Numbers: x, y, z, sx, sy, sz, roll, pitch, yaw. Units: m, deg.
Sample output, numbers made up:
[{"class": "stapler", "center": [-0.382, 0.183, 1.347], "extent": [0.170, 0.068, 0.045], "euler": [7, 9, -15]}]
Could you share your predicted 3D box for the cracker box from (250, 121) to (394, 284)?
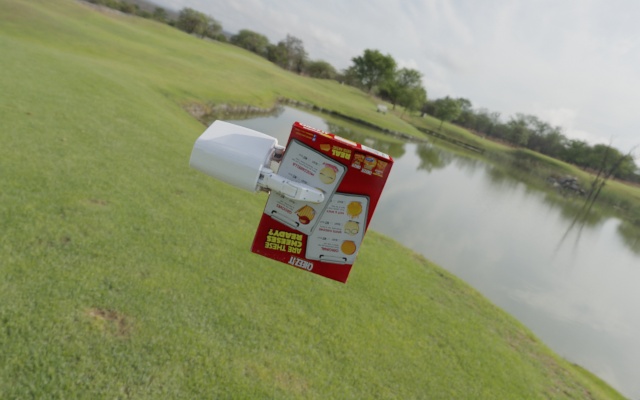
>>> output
[{"class": "cracker box", "center": [0.000, 0.002, 0.761], "extent": [0.164, 0.214, 0.072], "euler": [19, 14, -3]}]
